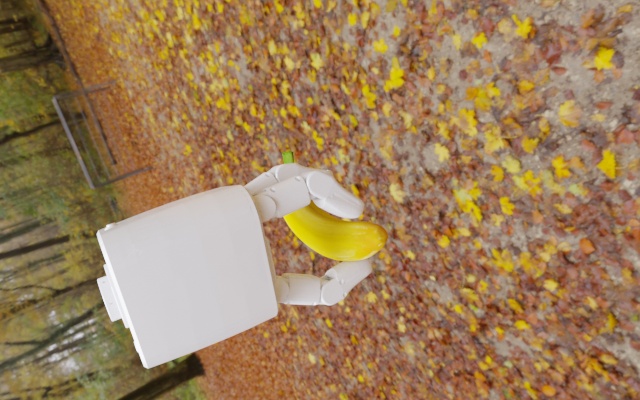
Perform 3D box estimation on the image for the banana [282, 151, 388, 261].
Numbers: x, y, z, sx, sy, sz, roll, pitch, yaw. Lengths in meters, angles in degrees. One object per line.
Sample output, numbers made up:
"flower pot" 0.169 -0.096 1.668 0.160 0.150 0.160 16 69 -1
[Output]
"banana" -0.001 0.017 0.465 0.037 0.070 0.197 -15 32 -25
